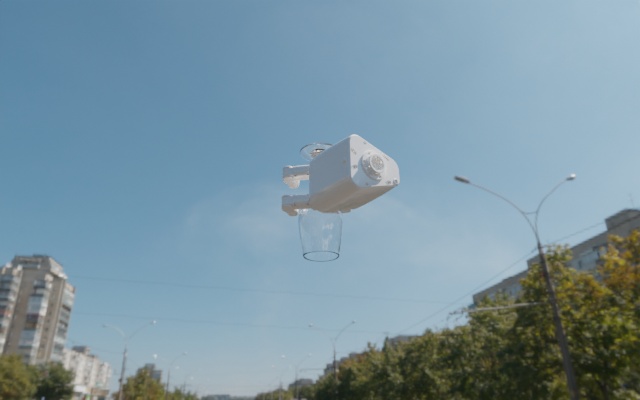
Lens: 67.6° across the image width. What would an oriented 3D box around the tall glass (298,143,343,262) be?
[{"bbox_3d":[0.000,0.002,0.843,0.079,0.201,0.079,0,-23,0],"label":"tall glass"}]
